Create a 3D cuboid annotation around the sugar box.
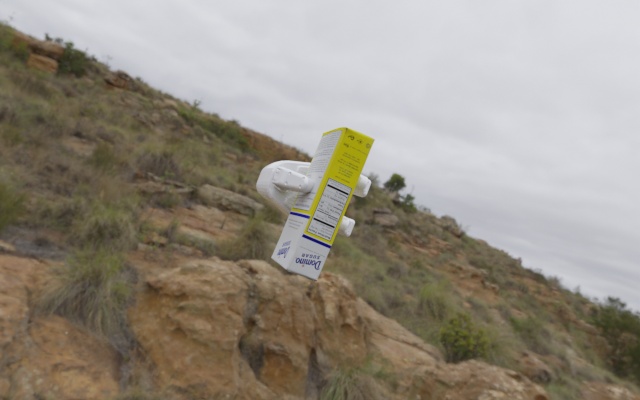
[{"bbox_3d":[0.001,0.002,0.574,0.048,0.176,0.093,21,-3,-16],"label":"sugar box"}]
